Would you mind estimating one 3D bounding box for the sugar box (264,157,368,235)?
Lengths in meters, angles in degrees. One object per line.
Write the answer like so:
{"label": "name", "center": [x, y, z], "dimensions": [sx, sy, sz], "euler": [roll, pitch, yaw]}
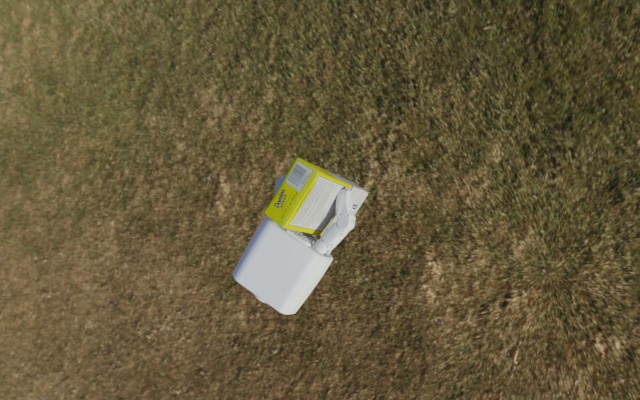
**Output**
{"label": "sugar box", "center": [0.000, 0.002, 0.710], "dimensions": [0.048, 0.093, 0.176], "euler": [36, 8, 26]}
